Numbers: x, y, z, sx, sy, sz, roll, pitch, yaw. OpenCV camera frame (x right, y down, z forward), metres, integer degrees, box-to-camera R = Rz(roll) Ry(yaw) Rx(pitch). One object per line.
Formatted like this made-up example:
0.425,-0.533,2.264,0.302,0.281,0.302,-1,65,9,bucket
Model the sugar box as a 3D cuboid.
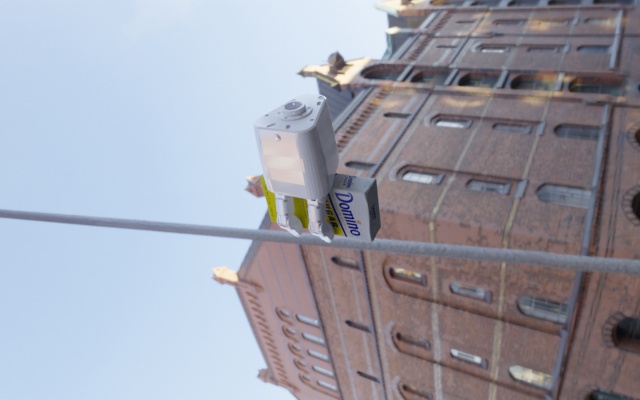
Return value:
0.000,0.003,0.724,0.176,0.093,0.048,11,42,27,sugar box
